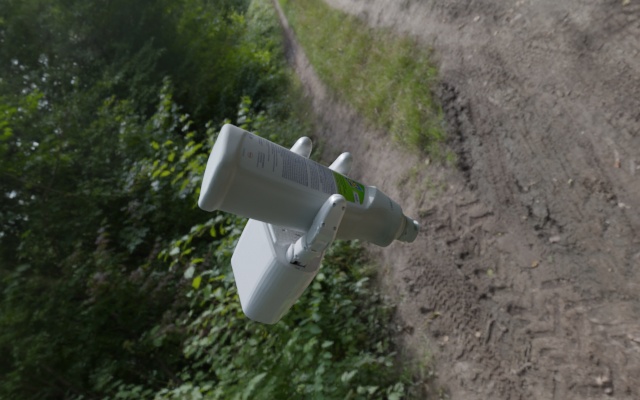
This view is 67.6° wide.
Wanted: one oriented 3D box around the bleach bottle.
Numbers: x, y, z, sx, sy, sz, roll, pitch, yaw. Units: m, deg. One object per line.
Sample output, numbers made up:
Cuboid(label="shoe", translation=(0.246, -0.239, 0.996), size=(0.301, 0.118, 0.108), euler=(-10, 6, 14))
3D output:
Cuboid(label="bleach bottle", translation=(0.000, 0.002, 0.528), size=(0.251, 0.068, 0.102), euler=(20, 34, -19))
